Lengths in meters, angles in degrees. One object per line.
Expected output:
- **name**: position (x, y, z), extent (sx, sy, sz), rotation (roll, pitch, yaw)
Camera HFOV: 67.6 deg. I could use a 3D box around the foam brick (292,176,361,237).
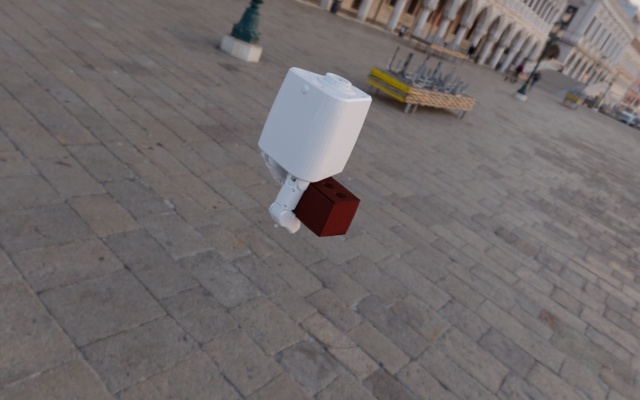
- **foam brick**: position (0.000, 0.002, 0.597), extent (0.053, 0.051, 0.078), rotation (-4, 36, -49)
